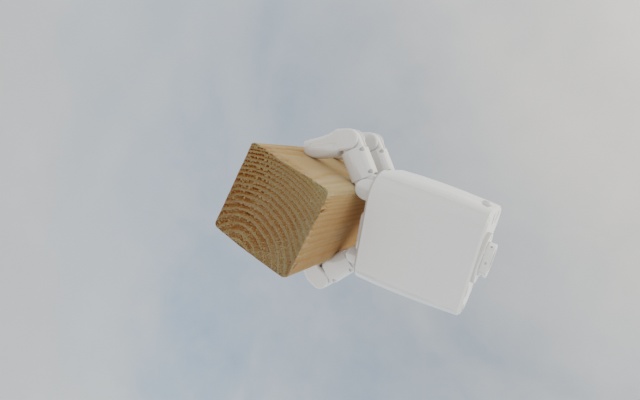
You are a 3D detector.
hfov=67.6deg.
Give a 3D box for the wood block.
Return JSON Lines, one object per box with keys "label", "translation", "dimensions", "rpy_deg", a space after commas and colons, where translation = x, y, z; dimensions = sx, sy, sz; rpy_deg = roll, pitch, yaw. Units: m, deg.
{"label": "wood block", "translation": [0.000, 0.002, 0.505], "dimensions": [0.090, 0.091, 0.206], "rpy_deg": [33, 17, 21]}
